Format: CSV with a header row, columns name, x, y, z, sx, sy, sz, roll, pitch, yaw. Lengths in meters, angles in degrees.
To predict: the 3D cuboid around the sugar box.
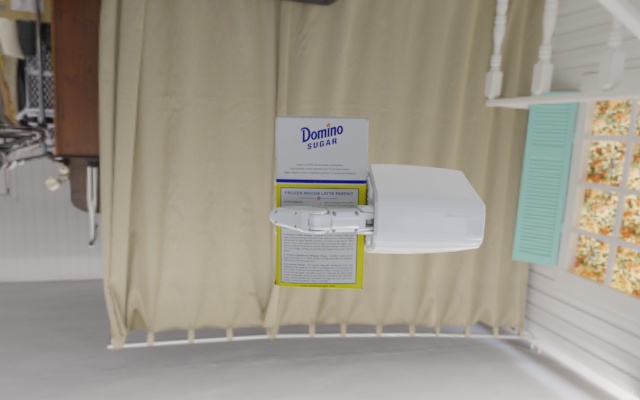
name,x,y,z,sx,sy,sz,roll,pitch,yaw
sugar box,0.000,0.002,0.496,0.093,0.176,0.048,2,9,0
